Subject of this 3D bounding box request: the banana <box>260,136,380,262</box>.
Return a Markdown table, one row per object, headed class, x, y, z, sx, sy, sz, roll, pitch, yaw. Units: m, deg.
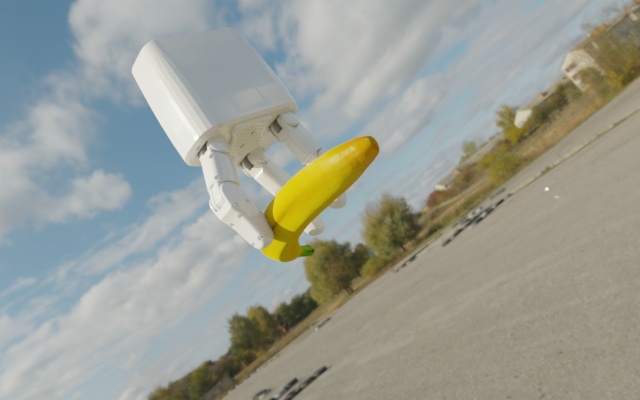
| class | x | y | z | sx | sy | sz | roll | pitch | yaw |
| --- | --- | --- | --- | --- | --- | --- | --- | --- | --- |
| banana | -0.016 | 0.010 | 0.400 | 0.069 | 0.037 | 0.198 | -25 | -17 | -28 |
